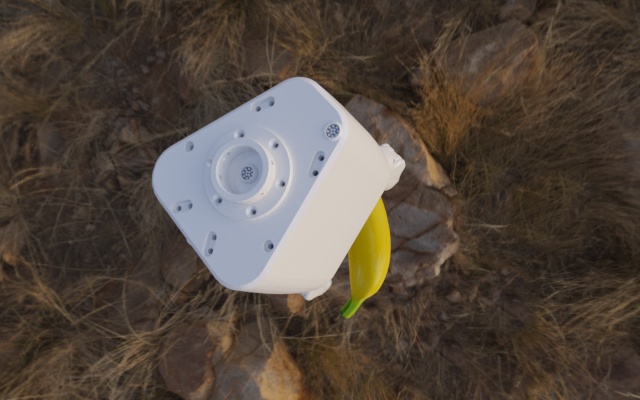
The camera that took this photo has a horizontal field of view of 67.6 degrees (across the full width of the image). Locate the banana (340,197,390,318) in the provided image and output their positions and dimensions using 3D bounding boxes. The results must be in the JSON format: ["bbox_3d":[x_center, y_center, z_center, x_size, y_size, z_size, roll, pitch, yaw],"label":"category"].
[{"bbox_3d":[0.017,-0.002,0.413,0.069,0.197,0.037,-21,-12,22],"label":"banana"}]
